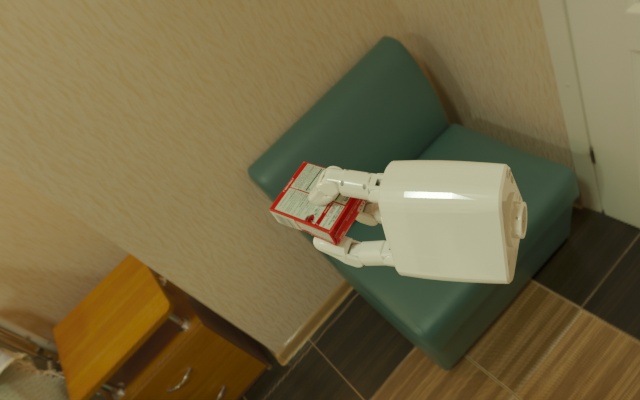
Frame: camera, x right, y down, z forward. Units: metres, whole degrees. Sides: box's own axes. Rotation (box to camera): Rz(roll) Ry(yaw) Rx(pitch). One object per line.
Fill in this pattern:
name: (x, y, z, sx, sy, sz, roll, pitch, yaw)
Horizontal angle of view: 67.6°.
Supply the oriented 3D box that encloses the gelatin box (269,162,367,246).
gelatin box: (0.000, 0.001, 0.523, 0.089, 0.073, 0.030, 19, -26, 34)
